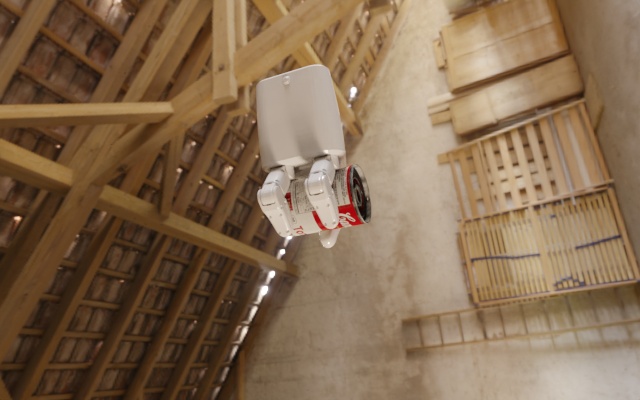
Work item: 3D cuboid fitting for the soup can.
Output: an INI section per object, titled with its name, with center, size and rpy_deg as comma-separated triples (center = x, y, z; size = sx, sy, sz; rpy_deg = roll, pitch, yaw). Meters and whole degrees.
[soup can]
center = 0.000, 0.002, 0.550
size = 0.102, 0.068, 0.068
rpy_deg = -11, -4, 19
